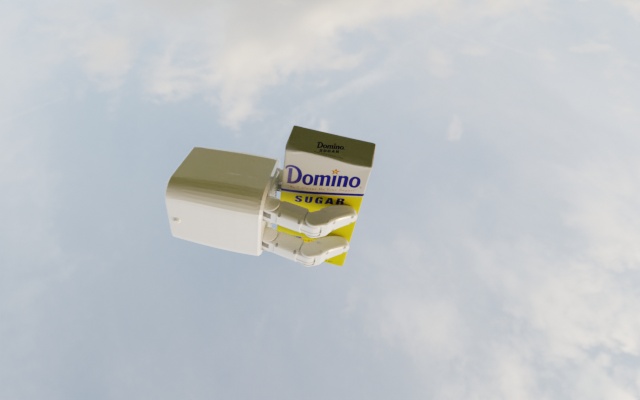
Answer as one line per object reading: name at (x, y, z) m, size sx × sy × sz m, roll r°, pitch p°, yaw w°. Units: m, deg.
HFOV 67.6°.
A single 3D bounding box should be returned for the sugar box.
sugar box at (0.000, 0.002, 0.554) m, size 0.093 × 0.048 × 0.176 m, roll 13°, pitch -41°, yaw 2°
